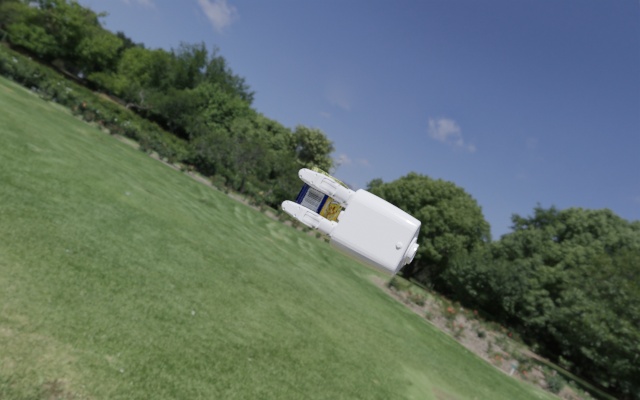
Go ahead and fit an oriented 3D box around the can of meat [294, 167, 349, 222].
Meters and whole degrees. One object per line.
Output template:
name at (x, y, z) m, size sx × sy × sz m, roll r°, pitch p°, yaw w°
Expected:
can of meat at (0.000, 0.002, 0.763) m, size 0.057 × 0.084 × 0.102 m, roll 28°, pitch -2°, yaw 21°
